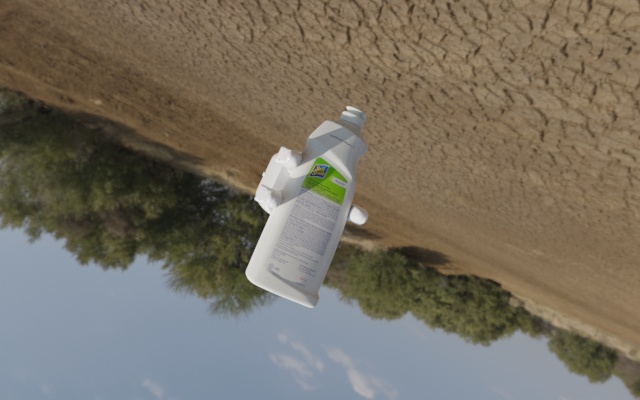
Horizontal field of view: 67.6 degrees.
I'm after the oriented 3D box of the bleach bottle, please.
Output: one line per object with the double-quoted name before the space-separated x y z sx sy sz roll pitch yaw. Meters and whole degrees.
"bleach bottle" 0.000 0.002 0.613 0.102 0.251 0.068 26 -2 -17
